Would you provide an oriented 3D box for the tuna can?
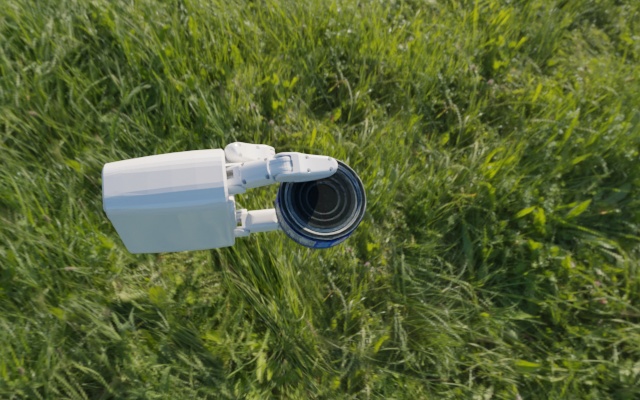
[{"bbox_3d":[0.000,0.001,0.459,0.086,0.086,0.034,0,-18,-11],"label":"tuna can"}]
